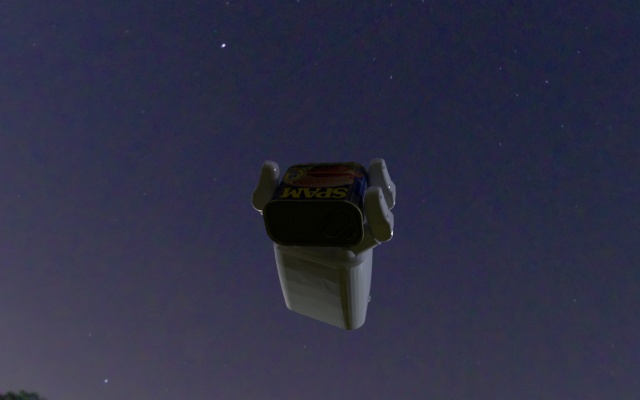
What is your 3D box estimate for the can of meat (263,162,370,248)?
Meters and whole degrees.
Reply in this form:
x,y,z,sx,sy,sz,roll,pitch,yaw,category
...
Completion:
x,y,z,sx,sy,sz,roll,pitch,yaw,category
0.000,0.001,0.512,0.102,0.057,0.084,0,33,14,can of meat
